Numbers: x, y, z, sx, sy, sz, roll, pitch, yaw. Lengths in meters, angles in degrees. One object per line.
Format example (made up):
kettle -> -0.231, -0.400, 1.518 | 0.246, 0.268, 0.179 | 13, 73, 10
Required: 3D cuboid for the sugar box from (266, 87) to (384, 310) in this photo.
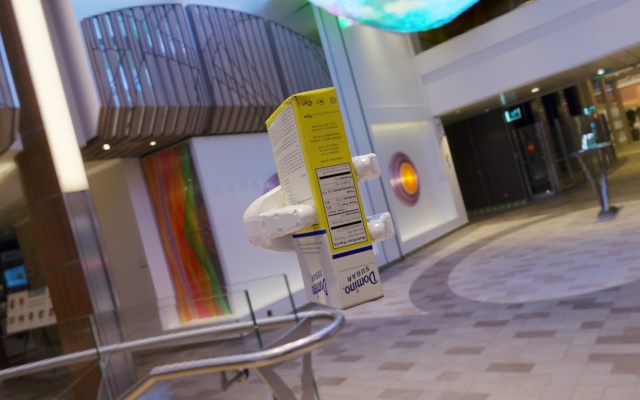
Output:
sugar box -> 0.000, 0.001, 0.419 | 0.048, 0.176, 0.093 | -15, 0, -20
